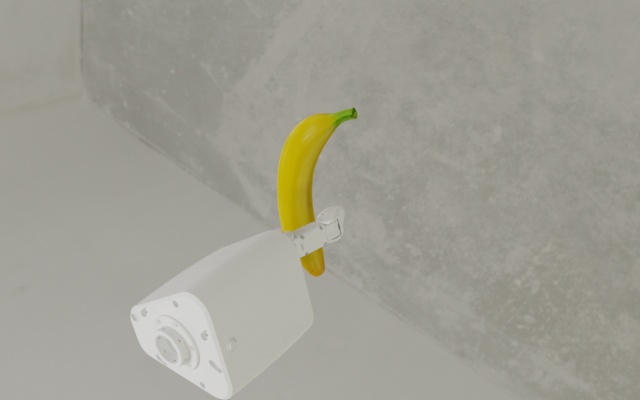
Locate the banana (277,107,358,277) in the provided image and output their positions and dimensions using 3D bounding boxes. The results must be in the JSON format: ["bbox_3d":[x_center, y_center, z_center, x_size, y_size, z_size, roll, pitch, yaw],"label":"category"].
[{"bbox_3d":[-0.015,-0.008,0.500,0.069,0.198,0.037,25,32,24],"label":"banana"}]
